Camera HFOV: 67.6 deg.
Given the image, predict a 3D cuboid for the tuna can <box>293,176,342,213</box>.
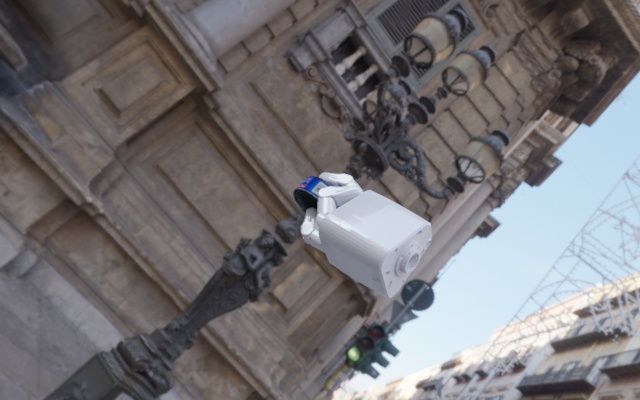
[{"bbox_3d":[0.000,0.002,0.749,0.033,0.086,0.086,-48,21,-21],"label":"tuna can"}]
